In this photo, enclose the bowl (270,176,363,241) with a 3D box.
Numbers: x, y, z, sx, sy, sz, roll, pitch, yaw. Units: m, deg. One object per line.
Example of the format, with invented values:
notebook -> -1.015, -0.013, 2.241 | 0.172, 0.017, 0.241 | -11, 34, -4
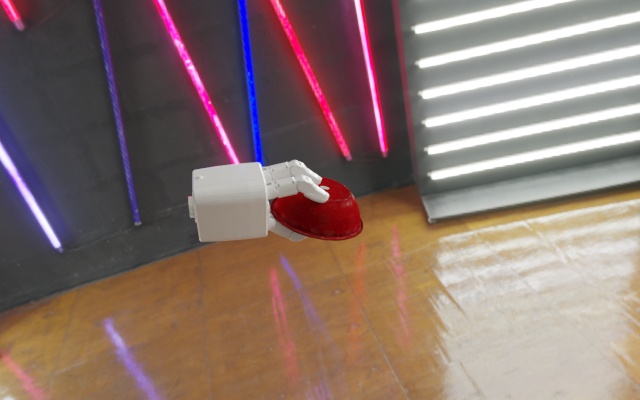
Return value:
bowl -> 0.001, 0.002, 0.798 | 0.162, 0.055, 0.162 | 12, 24, -6
